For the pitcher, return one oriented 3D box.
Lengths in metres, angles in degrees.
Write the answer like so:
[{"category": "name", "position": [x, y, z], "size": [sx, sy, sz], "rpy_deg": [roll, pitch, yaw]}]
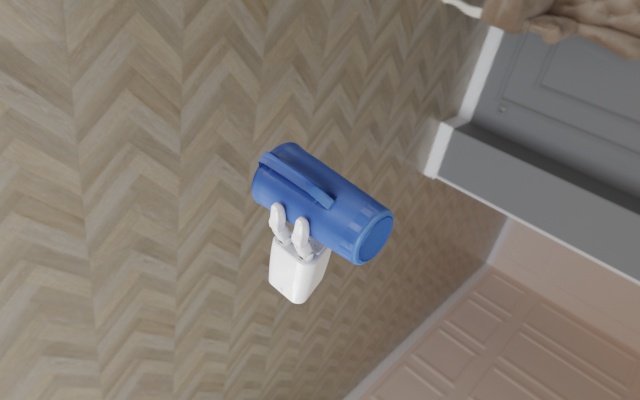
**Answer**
[{"category": "pitcher", "position": [0.000, 0.003, 0.834], "size": [0.242, 0.145, 0.149], "rpy_deg": [33, 37, 28]}]
